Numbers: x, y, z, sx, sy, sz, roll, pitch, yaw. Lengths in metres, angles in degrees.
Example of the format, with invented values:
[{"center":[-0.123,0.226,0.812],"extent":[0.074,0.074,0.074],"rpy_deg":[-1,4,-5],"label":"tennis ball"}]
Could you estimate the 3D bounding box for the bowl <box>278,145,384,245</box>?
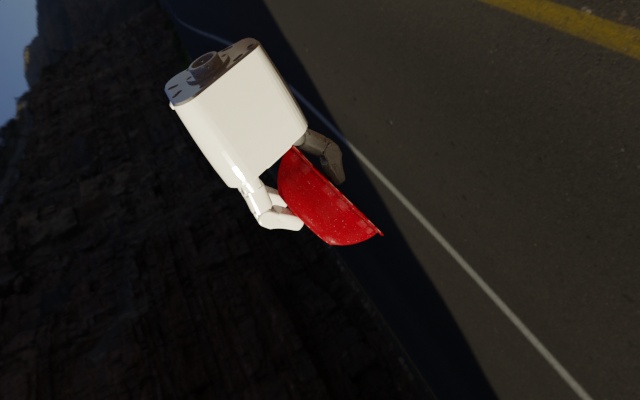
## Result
[{"center":[0.001,0.003,0.573],"extent":[0.162,0.055,0.162],"rpy_deg":[44,3,-3],"label":"bowl"}]
